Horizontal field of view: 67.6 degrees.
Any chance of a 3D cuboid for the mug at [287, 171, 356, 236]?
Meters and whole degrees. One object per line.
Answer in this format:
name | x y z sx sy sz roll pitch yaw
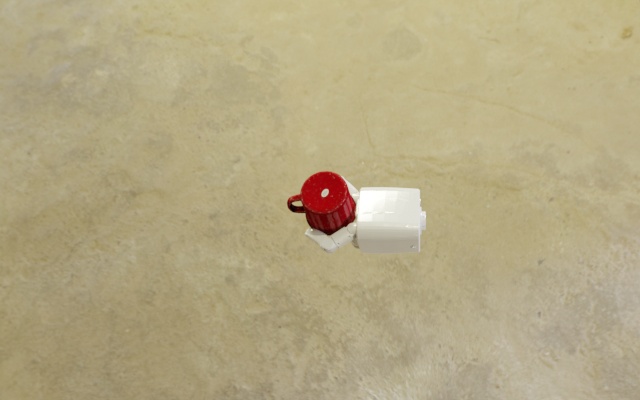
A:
mug | -0.001 0.003 0.817 0.117 0.093 0.081 -1 -25 10
